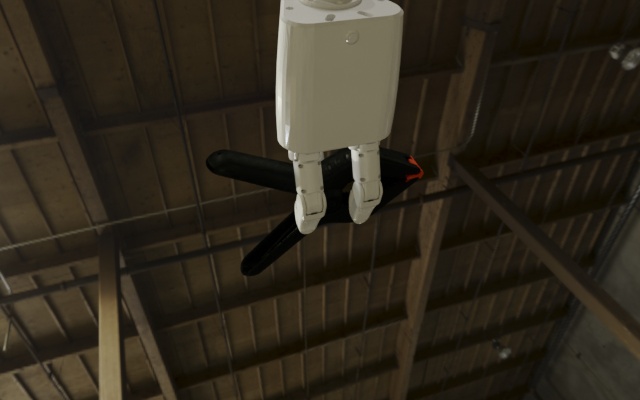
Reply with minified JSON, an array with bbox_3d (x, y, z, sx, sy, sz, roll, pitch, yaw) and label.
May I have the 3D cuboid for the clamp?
[{"bbox_3d":[0.000,0.001,0.479,0.210,0.165,0.036,-12,47,-15],"label":"clamp"}]
